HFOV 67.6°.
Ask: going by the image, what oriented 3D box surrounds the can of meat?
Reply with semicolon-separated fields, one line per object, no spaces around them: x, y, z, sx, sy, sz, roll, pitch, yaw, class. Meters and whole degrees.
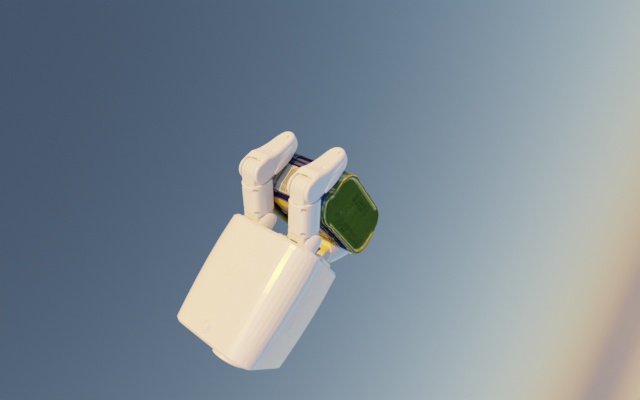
0.000;0.002;0.456;0.084;0.057;0.102;23;-15;35;can of meat
